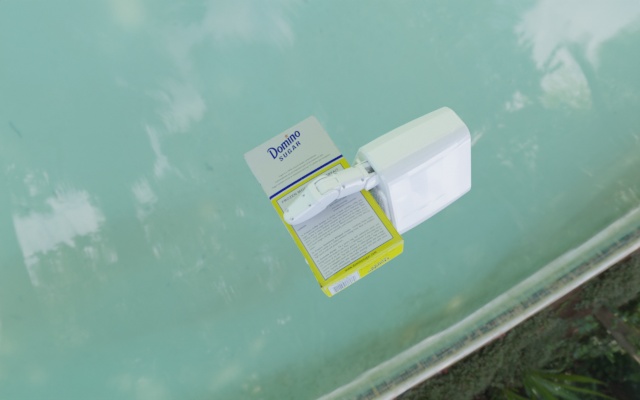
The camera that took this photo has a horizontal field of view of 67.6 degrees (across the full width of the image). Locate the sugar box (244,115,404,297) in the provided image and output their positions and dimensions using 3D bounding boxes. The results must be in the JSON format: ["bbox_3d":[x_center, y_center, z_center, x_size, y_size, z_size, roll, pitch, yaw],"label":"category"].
[{"bbox_3d":[0.000,0.002,0.506,0.093,0.176,0.048,-30,-26,-5],"label":"sugar box"}]
